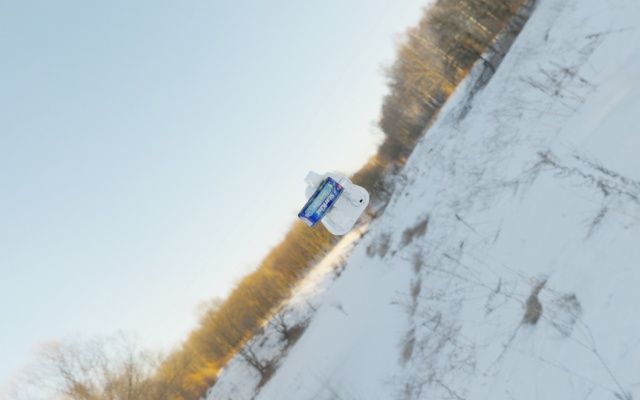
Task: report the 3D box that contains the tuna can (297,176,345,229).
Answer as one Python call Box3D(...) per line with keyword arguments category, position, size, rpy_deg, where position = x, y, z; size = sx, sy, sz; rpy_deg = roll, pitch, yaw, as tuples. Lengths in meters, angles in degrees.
Box3D(category="tuna can", position=(0.000, 0.002, 0.783), size=(0.034, 0.086, 0.086), rpy_deg=(39, -3, -3))
